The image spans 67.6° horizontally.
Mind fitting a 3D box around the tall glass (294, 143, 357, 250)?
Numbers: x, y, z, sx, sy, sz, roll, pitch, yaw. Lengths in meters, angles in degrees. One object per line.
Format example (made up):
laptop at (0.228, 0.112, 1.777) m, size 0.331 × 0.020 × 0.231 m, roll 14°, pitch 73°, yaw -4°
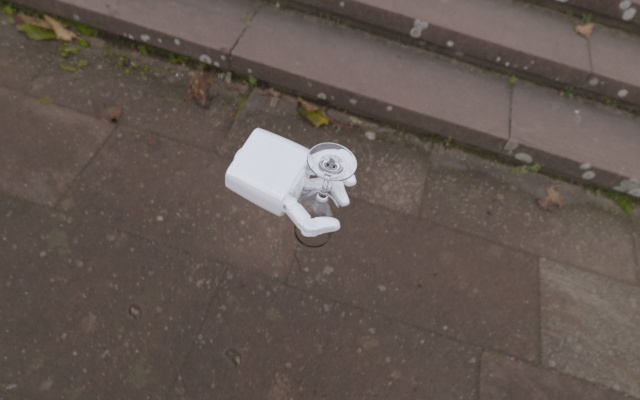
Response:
tall glass at (0.000, 0.002, 0.769) m, size 0.079 × 0.079 × 0.201 m, roll 0°, pitch -37°, yaw -12°
